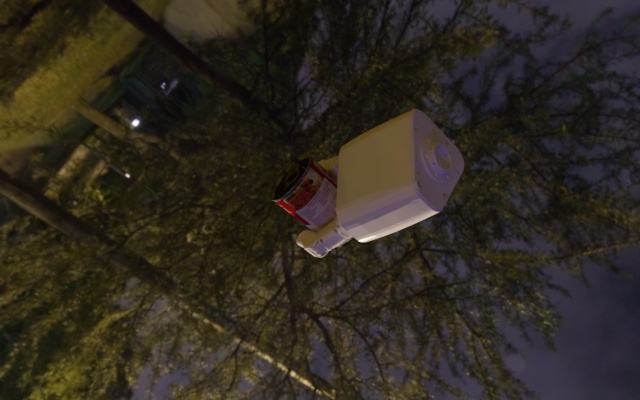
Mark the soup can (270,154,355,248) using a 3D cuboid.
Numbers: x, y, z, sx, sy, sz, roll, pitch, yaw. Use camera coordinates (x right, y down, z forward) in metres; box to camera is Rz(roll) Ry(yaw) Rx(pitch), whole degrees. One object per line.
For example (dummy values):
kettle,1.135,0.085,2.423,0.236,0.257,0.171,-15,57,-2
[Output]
soup can,0.000,0.002,0.572,0.102,0.068,0.068,39,-18,-23
